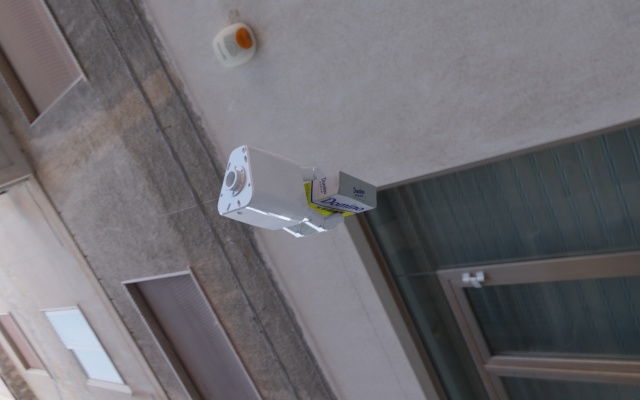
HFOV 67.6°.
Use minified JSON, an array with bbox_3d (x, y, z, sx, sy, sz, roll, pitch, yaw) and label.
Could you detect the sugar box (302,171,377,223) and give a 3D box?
[{"bbox_3d":[0.000,0.003,0.821,0.093,0.048,0.176,20,-24,-41],"label":"sugar box"}]
